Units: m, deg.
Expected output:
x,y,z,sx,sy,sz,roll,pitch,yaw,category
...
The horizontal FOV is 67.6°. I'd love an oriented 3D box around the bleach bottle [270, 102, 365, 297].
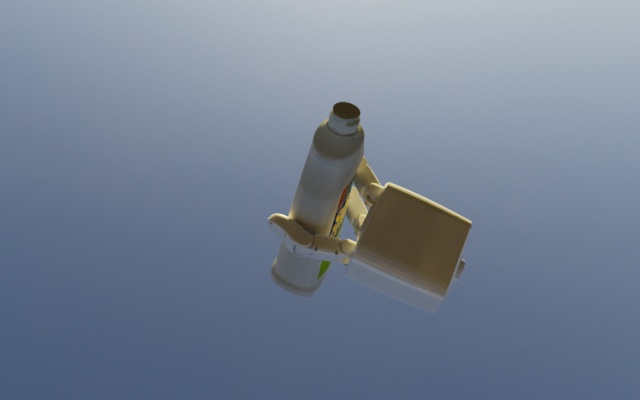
x,y,z,sx,sy,sz,roll,pitch,yaw,category
0.000,0.002,0.549,0.068,0.251,0.102,25,47,10,bleach bottle
